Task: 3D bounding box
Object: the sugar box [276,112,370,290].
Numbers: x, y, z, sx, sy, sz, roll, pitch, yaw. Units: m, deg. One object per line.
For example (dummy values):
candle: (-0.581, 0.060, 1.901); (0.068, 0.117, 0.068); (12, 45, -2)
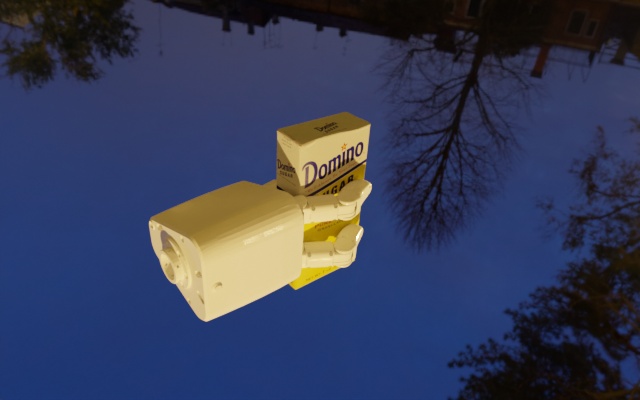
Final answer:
sugar box: (0.000, 0.002, 0.511); (0.093, 0.176, 0.048); (-22, 42, -35)
